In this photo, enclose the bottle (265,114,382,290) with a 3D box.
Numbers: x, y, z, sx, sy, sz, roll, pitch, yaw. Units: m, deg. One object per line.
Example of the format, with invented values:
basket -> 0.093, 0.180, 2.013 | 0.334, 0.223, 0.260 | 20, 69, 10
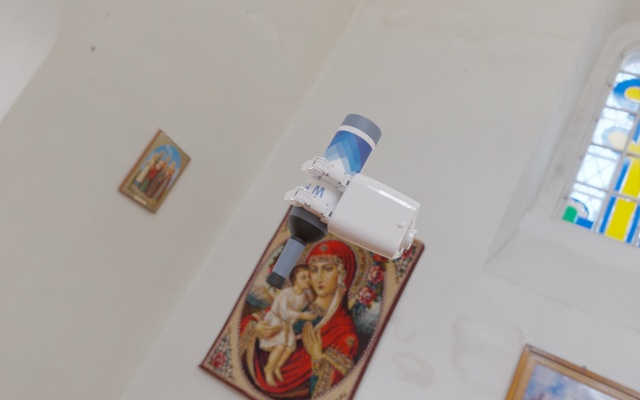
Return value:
bottle -> 0.000, 0.002, 0.744 | 0.069, 0.295, 0.069 | 28, -14, 8
